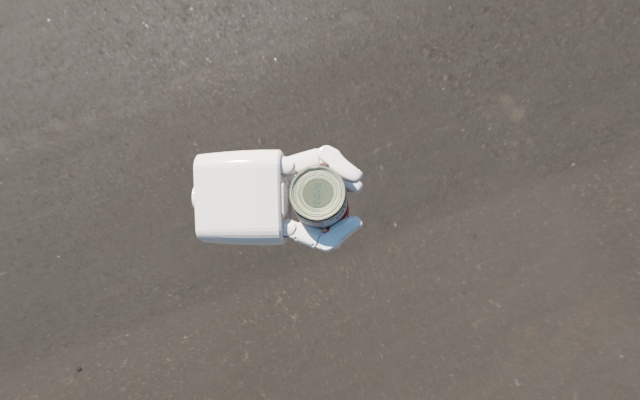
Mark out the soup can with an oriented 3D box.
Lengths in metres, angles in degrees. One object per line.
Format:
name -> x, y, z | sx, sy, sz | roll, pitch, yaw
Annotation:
soup can -> 0.001, 0.002, 0.589 | 0.068, 0.068, 0.102 | 0, -13, 5
